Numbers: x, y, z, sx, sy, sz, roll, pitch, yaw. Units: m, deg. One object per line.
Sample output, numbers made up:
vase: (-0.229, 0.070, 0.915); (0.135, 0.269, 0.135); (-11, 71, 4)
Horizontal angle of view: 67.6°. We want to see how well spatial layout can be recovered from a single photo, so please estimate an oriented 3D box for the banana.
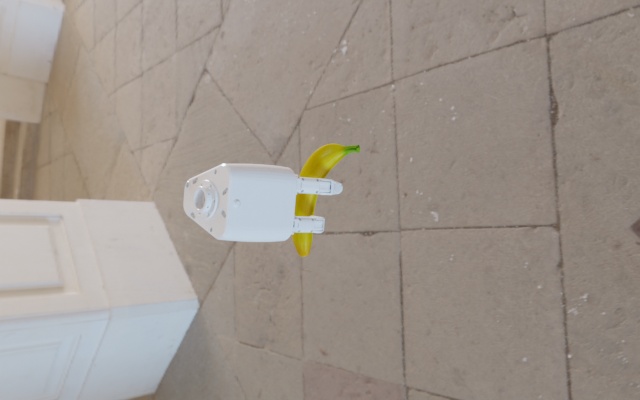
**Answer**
banana: (-0.011, -0.010, 0.736); (0.069, 0.198, 0.037); (37, 22, 34)
